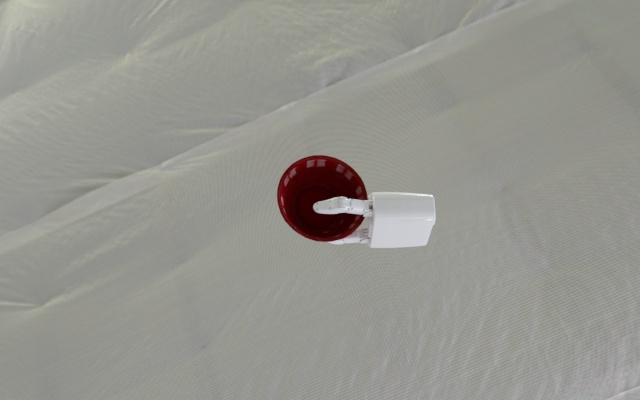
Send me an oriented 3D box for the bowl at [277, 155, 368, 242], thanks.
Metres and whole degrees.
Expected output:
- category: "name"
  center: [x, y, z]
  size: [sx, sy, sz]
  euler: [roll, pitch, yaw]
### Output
- category: "bowl"
  center: [-0.001, 0.003, 0.853]
  size: [0.162, 0.162, 0.055]
  euler: [0, -20, -12]
